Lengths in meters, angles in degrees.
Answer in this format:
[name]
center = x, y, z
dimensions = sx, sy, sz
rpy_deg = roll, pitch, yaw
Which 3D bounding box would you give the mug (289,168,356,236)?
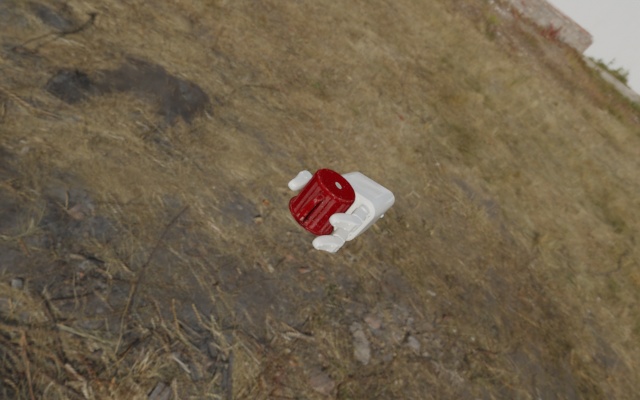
[mug]
center = -0.001, 0.003, 0.801
dimensions = 0.081, 0.093, 0.117
rpy_deg = -51, -13, 30
